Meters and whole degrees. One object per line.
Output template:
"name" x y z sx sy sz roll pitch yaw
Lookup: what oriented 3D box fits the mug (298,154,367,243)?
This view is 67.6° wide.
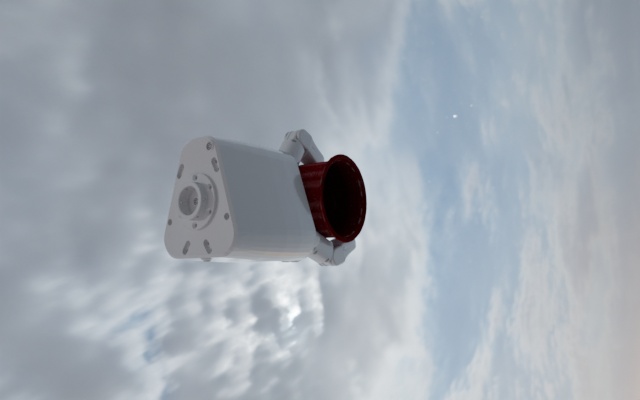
"mug" 0.001 0.002 0.533 0.081 0.093 0.117 -5 -9 34
